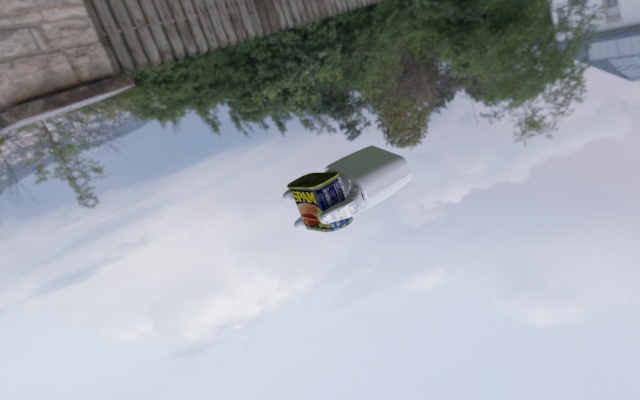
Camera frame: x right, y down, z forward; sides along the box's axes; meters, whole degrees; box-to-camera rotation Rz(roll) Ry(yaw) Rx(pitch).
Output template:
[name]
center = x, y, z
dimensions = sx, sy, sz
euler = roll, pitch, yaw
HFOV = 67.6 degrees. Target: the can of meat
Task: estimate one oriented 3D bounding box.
[can of meat]
center = 0.000, 0.003, 0.788
dimensions = 0.057, 0.084, 0.102
euler = -31, 19, -28
